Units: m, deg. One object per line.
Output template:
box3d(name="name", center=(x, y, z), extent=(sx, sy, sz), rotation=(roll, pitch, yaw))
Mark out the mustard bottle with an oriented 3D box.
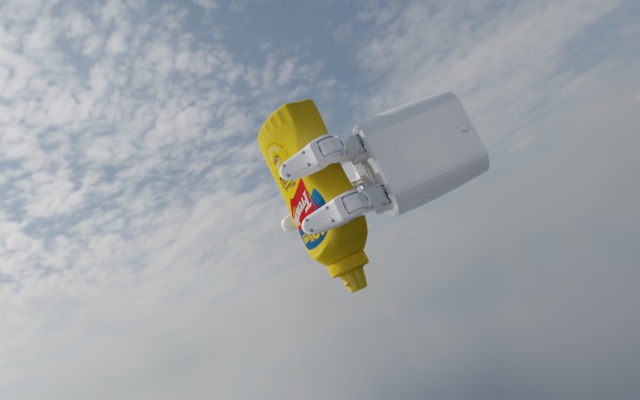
box3d(name="mustard bottle", center=(0.000, 0.001, 0.485), extent=(0.058, 0.191, 0.096), rotation=(-18, -12, -30))
